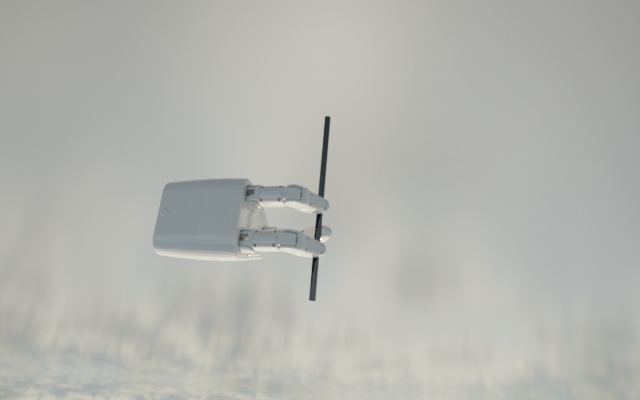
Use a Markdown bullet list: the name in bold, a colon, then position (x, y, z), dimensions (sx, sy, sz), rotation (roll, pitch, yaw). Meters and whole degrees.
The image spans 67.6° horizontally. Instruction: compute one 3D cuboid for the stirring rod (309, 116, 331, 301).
- **stirring rod**: position (0.000, 0.002, 0.586), dimensions (0.011, 0.239, 0.011), rotation (4, -22, 2)
